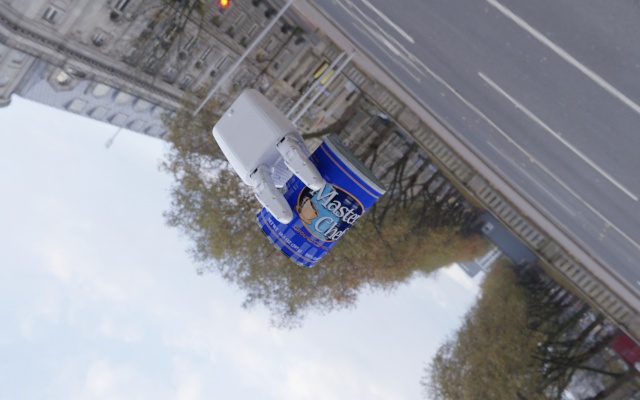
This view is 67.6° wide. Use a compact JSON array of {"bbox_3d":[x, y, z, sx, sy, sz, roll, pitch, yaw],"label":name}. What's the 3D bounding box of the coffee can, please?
[{"bbox_3d":[0.000,0.002,0.617,0.103,0.140,0.102,41,11,-10],"label":"coffee can"}]
